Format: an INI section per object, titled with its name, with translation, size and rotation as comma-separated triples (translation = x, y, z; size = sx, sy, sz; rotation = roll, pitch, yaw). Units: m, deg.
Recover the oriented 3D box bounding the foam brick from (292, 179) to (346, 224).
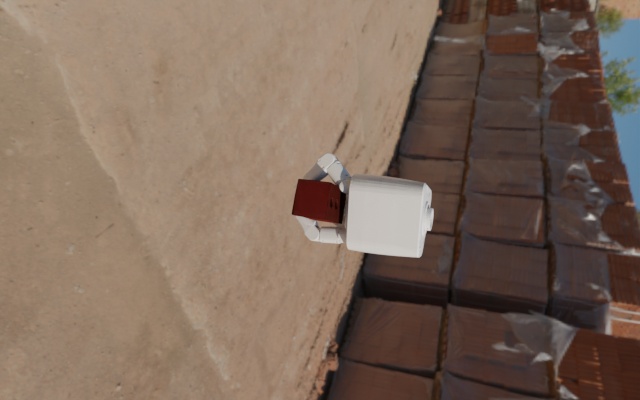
[foam brick]
translation = 0.000, 0.002, 0.685
size = 0.051, 0.053, 0.078
rotation = 8, -4, 20
